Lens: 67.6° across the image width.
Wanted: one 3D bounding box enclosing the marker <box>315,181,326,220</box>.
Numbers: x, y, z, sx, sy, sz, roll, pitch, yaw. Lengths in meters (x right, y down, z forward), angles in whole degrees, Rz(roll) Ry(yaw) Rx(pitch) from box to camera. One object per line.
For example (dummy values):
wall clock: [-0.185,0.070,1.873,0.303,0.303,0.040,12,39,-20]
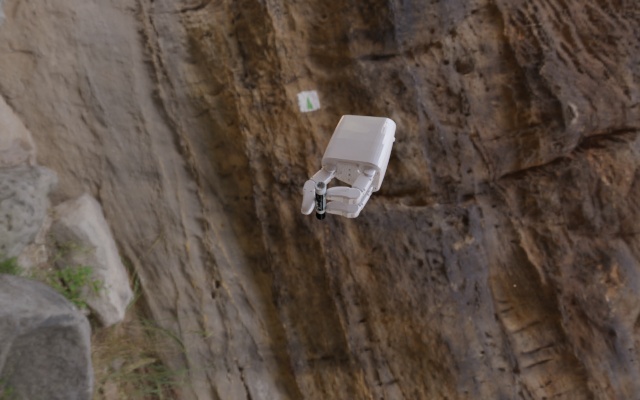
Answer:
marker: [0.000,0.003,0.829,0.020,0.020,0.121,0,-27,1]
